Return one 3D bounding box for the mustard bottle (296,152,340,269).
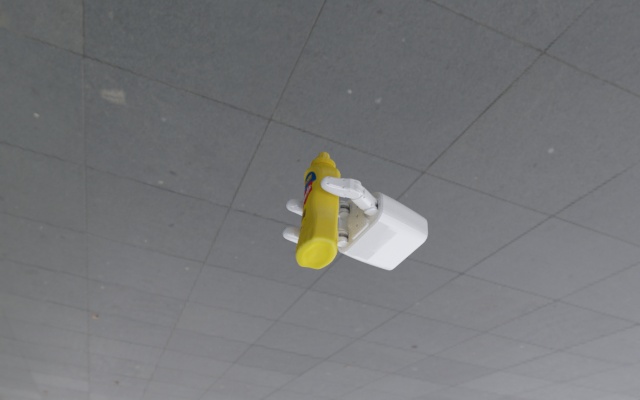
[{"bbox_3d":[0.000,0.003,0.745,0.058,0.191,0.096,10,-35,-8],"label":"mustard bottle"}]
